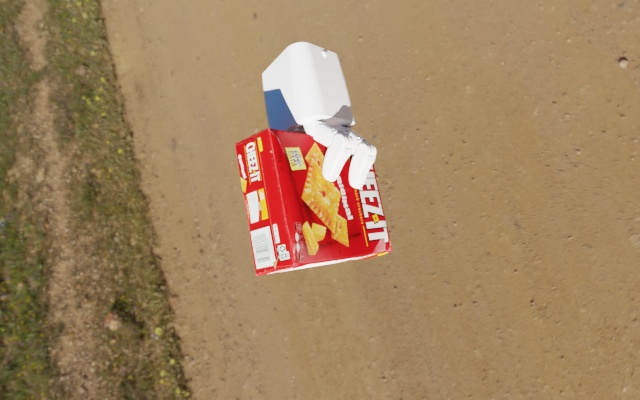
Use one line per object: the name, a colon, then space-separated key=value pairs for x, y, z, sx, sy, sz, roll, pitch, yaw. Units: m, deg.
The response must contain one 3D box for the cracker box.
cracker box: x=0.000 y=0.002 z=0.627 sx=0.072 sy=0.164 sz=0.214 roll=-18 pitch=-11 yaw=38
